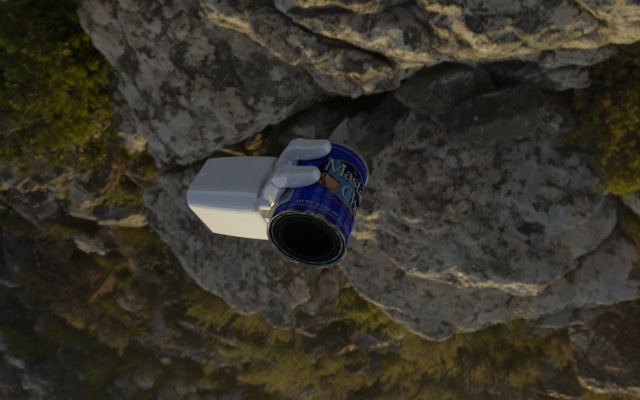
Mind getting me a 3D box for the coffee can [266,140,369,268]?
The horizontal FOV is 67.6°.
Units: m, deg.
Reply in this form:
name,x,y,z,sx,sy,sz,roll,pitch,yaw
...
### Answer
name,x,y,z,sx,sy,sz,roll,pitch,yaw
coffee can,0.000,0.002,0.629,0.103,0.103,0.140,0,42,20
